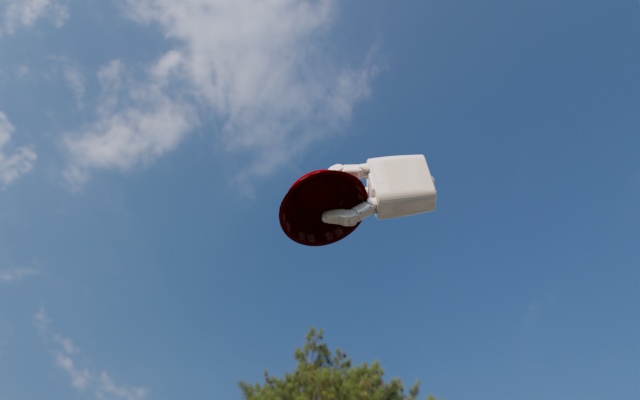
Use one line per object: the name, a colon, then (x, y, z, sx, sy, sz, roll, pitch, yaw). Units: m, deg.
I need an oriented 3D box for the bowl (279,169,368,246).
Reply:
bowl: (-0.001, 0.003, 0.845, 0.162, 0.162, 0.055, 0, 34, -20)
